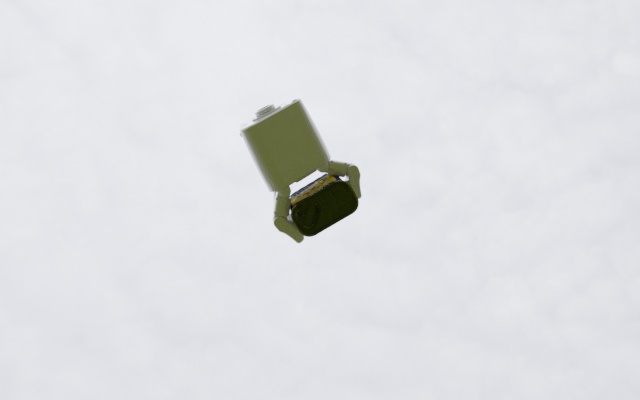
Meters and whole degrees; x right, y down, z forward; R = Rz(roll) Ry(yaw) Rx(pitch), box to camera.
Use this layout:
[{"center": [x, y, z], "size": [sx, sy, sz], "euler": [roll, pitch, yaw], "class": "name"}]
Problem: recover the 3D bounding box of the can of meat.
[{"center": [0.000, 0.002, 0.750], "size": [0.102, 0.057, 0.084], "euler": [-31, 18, -1], "class": "can of meat"}]
